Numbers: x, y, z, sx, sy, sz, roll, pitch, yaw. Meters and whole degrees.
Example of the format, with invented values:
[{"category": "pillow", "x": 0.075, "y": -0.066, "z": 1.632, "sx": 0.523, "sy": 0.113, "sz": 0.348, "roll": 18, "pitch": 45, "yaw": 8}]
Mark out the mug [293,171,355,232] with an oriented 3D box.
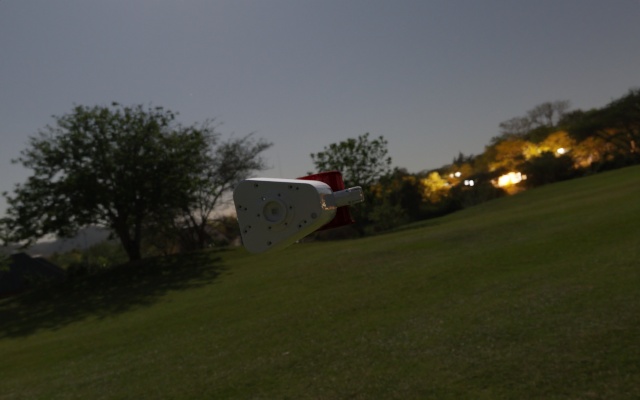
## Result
[{"category": "mug", "x": 0.000, "y": 0.002, "z": 0.732, "sx": 0.093, "sy": 0.081, "sz": 0.117, "roll": -12, "pitch": -1, "yaw": 7}]
